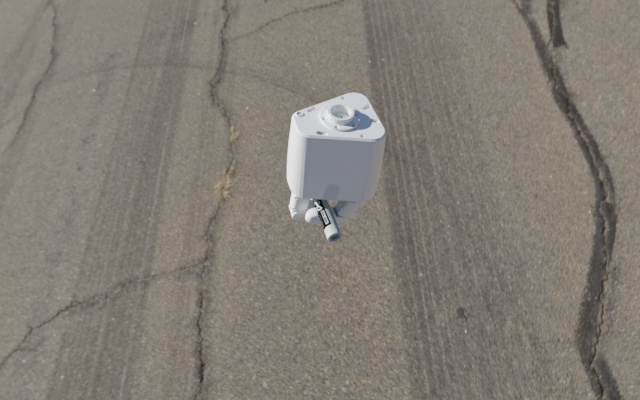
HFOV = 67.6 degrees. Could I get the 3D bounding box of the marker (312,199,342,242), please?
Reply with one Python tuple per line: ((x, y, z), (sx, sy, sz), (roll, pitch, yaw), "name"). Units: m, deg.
((0.000, 0.002, 0.635), (0.020, 0.121, 0.020), (-14, -38, -11), "marker")
